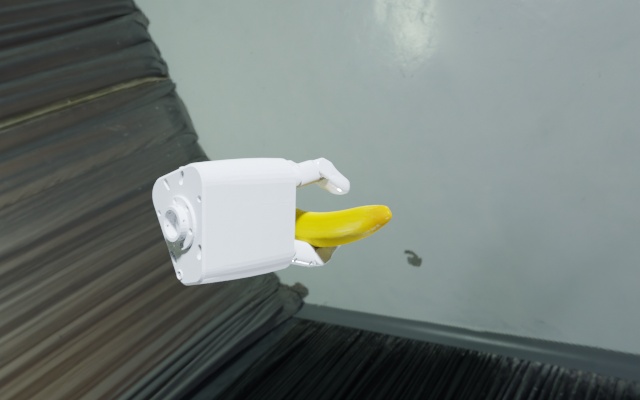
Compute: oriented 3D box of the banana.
[{"bbox_3d":[-0.009,0.018,0.539,0.197,0.069,0.037,17,-7,46],"label":"banana"}]
